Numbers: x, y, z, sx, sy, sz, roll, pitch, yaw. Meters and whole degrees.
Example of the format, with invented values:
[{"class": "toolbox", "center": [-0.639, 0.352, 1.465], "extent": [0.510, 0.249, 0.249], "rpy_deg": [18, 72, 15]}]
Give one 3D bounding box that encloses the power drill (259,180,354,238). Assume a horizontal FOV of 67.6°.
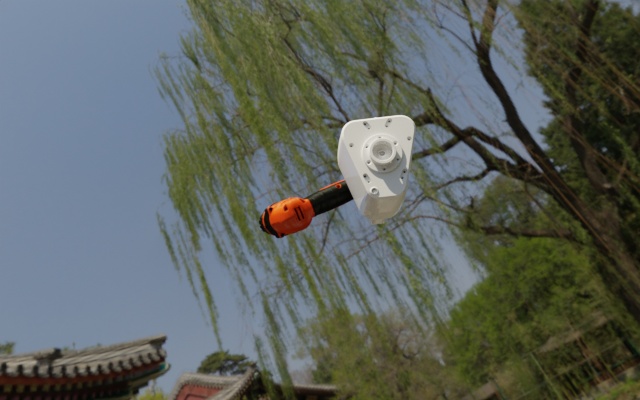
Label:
[{"class": "power drill", "center": [0.001, 0.002, 0.741], "extent": [0.187, 0.057, 0.184], "rpy_deg": [-26, 4, -20]}]
